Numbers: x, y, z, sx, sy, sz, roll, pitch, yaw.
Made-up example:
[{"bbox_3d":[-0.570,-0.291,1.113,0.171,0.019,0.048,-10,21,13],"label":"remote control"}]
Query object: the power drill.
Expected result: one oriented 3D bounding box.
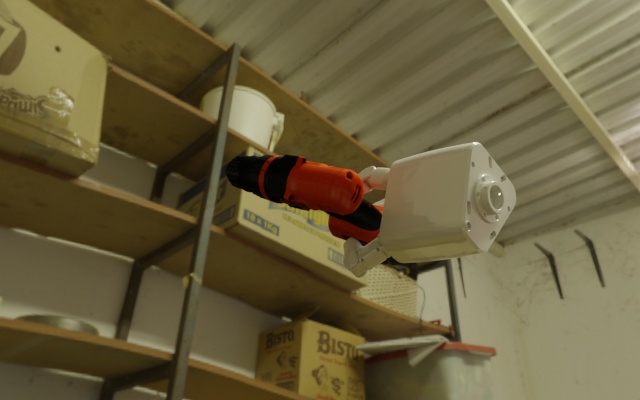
[{"bbox_3d":[0.001,0.002,0.572,0.184,0.057,0.188,14,-9,38],"label":"power drill"}]
